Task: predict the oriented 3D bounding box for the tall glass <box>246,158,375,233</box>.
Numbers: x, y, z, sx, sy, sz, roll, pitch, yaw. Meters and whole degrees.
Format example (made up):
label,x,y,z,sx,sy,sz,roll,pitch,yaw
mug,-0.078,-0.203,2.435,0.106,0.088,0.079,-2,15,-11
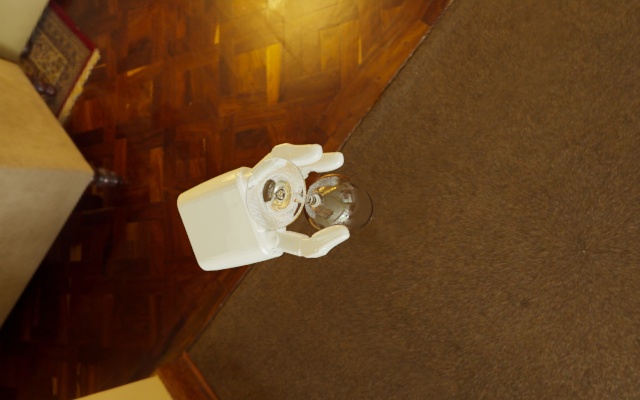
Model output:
label,x,y,z,sx,sy,sz,roll,pitch,yaw
tall glass,0.000,0.002,0.575,0.079,0.079,0.201,0,-5,29
